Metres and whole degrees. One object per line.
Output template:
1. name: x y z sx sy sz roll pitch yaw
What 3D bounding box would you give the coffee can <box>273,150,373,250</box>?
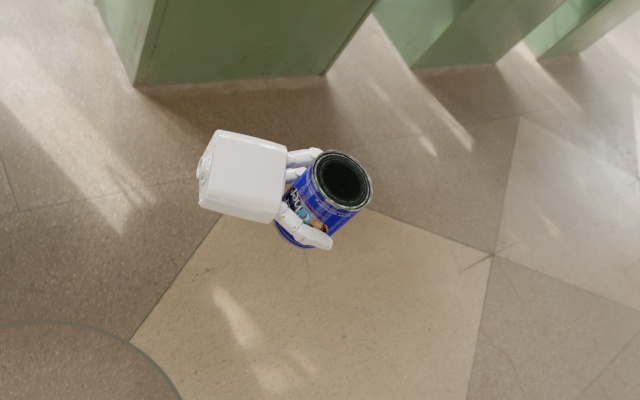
1. coffee can: 0.000 0.003 0.739 0.103 0.102 0.140 0 -28 -32
